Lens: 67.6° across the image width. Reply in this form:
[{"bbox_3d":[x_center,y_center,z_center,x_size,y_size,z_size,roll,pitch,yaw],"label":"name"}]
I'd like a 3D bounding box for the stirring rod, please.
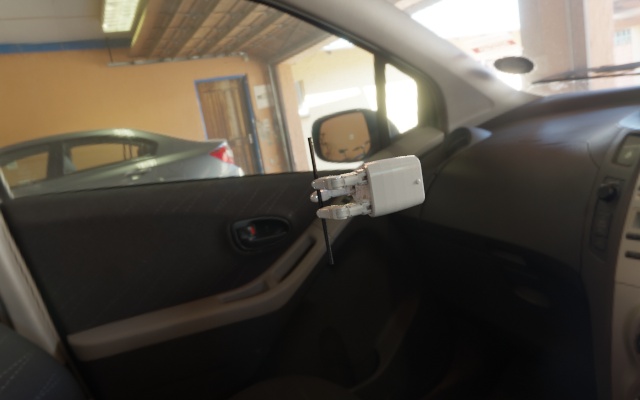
[{"bbox_3d":[0.000,0.003,0.879,0.011,0.239,0.011,-10,10,2],"label":"stirring rod"}]
